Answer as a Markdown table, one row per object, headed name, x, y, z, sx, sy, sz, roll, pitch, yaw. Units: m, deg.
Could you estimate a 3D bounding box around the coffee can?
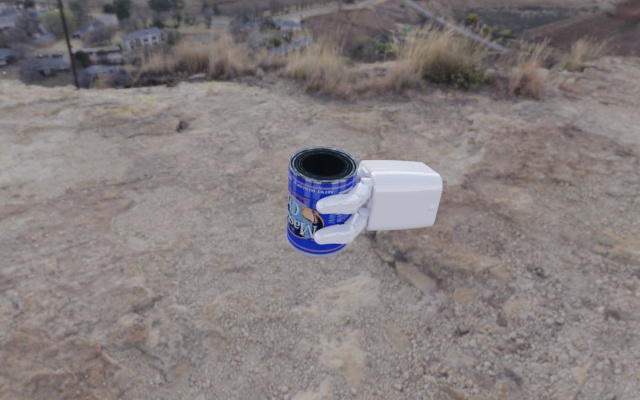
| name | x | y | z | sx | sy | sz | roll | pitch | yaw |
| --- | --- | --- | --- | --- | --- | --- | --- | --- | --- |
| coffee can | 0.000 | 0.002 | 0.734 | 0.103 | 0.140 | 0.102 | 3 | 35 | -2 |
